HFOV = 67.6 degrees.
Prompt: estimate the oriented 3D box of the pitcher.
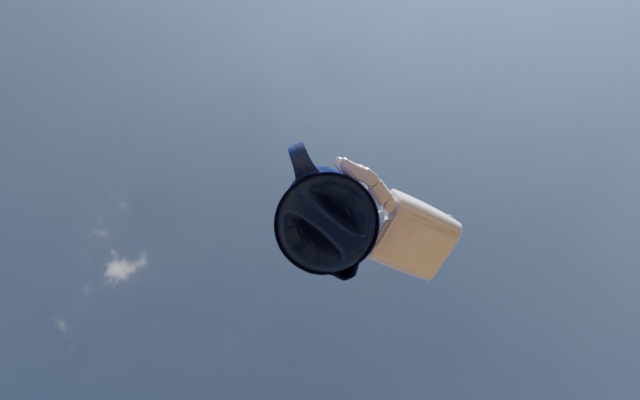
[{"bbox_3d":[0.000,0.002,0.707,0.145,0.149,0.243,21,8,-6],"label":"pitcher"}]
